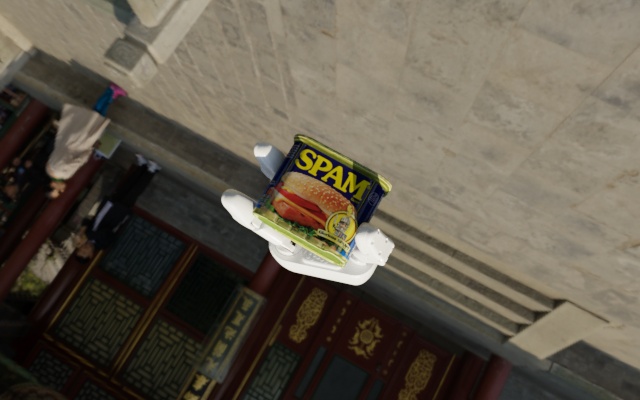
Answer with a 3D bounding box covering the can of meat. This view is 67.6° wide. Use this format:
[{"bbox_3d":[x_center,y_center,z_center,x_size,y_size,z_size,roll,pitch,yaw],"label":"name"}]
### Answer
[{"bbox_3d":[0.000,0.002,0.439,0.102,0.084,0.057,29,-12,7],"label":"can of meat"}]
